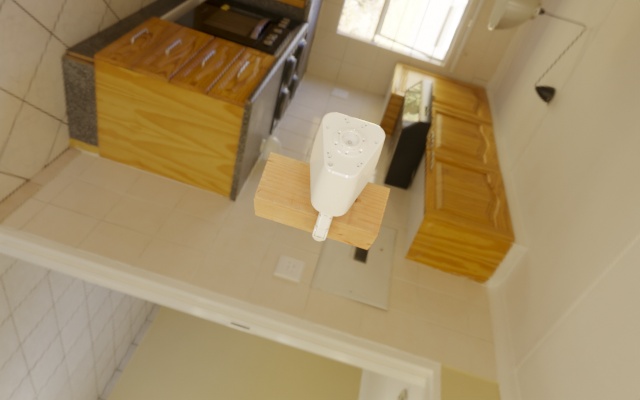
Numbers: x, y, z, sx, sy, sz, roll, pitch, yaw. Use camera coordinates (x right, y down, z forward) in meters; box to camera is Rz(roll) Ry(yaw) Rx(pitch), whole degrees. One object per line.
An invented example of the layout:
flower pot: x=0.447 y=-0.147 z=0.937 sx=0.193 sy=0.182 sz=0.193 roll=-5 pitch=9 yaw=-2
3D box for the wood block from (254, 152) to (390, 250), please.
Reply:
wood block: x=0.000 y=0.003 z=0.807 sx=0.206 sy=0.090 sz=0.090 roll=17 pitch=-21 yaw=1
